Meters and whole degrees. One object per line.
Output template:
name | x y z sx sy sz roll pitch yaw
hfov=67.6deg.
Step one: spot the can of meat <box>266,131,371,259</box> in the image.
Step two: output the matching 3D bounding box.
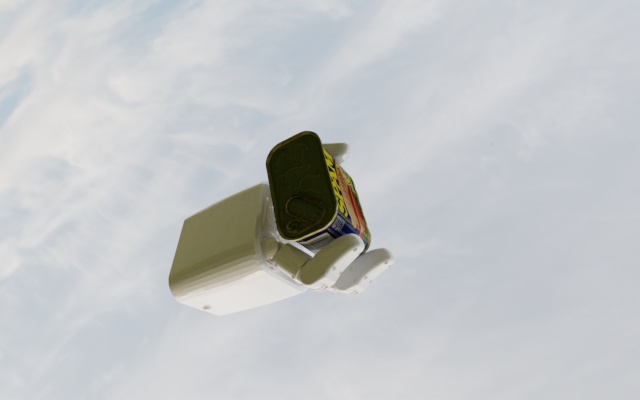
can of meat | 0.000 0.001 0.440 0.057 0.102 0.084 -25 -33 17
